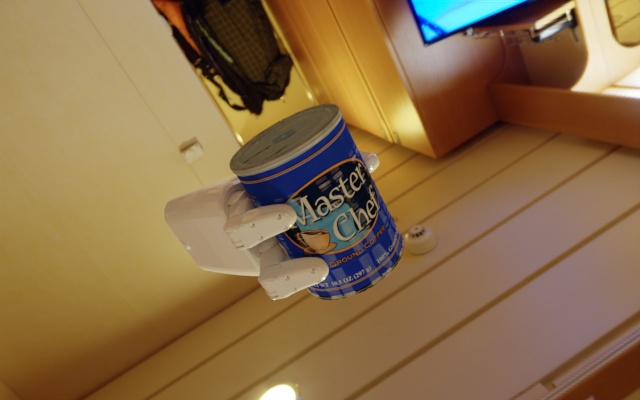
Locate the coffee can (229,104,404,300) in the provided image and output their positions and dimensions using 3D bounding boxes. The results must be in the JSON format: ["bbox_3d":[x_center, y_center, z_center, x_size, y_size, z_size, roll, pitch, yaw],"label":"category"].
[{"bbox_3d":[0.000,0.001,0.422,0.103,0.140,0.102,-24,24,11],"label":"coffee can"}]
